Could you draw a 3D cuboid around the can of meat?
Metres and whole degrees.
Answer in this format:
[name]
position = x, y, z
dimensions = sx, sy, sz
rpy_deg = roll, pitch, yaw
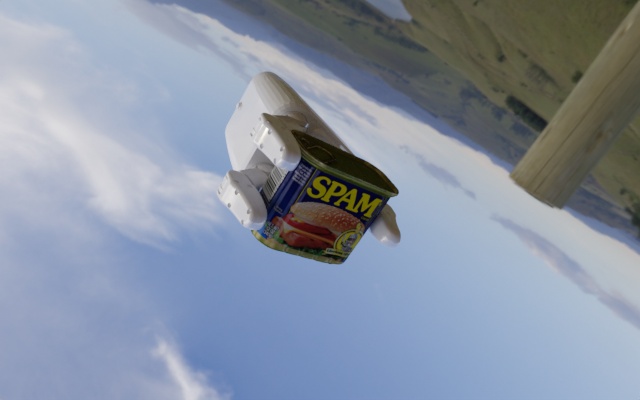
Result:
[can of meat]
position = 0.000, 0.002, 0.400
dimensions = 0.102, 0.084, 0.057
rpy_deg = 20, 23, -34
